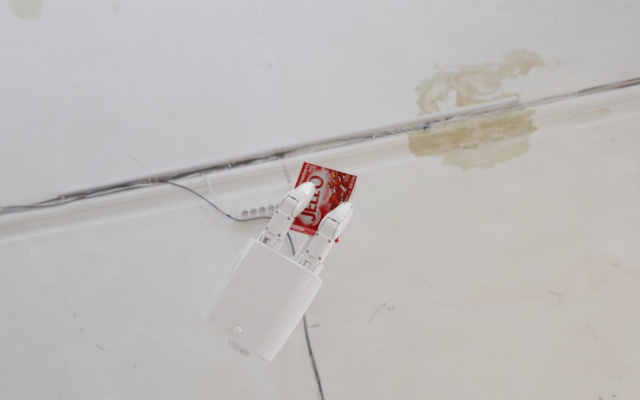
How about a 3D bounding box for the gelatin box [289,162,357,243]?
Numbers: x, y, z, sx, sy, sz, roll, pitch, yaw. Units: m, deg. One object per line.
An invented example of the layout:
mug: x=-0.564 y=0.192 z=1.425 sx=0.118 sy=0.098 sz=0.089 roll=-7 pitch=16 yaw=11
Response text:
gelatin box: x=0.000 y=0.002 z=0.604 sx=0.073 sy=0.089 sz=0.030 roll=16 pitch=-23 yaw=10
